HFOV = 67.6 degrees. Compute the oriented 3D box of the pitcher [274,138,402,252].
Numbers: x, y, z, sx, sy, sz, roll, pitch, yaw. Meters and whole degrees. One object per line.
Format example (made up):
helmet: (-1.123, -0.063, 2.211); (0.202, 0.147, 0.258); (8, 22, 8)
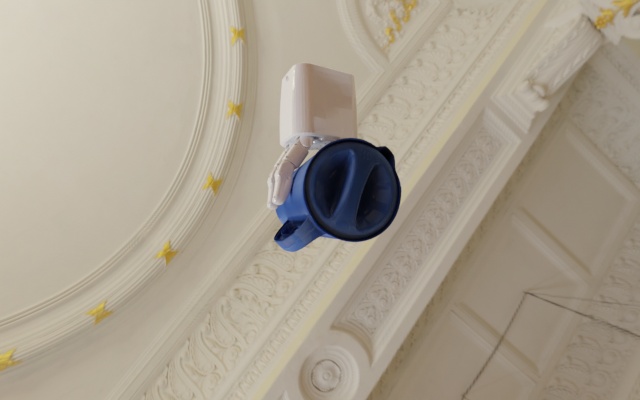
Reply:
pitcher: (0.000, 0.002, 0.708); (0.149, 0.145, 0.243); (2, -6, -18)
